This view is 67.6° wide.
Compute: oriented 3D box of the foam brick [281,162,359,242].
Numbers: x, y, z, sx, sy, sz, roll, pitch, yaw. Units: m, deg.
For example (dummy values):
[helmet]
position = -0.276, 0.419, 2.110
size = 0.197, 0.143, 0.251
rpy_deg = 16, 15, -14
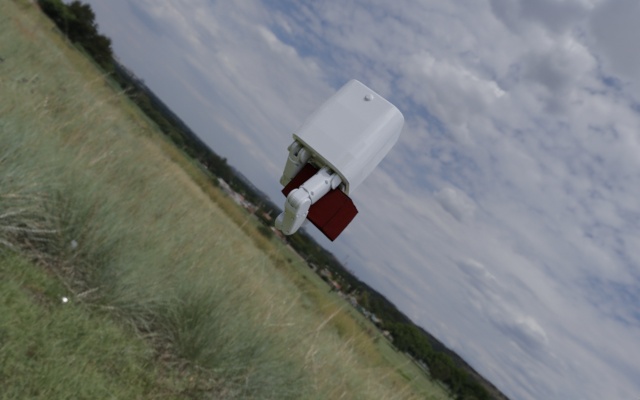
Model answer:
[foam brick]
position = 0.000, 0.002, 0.591
size = 0.078, 0.051, 0.053
rpy_deg = 42, -6, 26
